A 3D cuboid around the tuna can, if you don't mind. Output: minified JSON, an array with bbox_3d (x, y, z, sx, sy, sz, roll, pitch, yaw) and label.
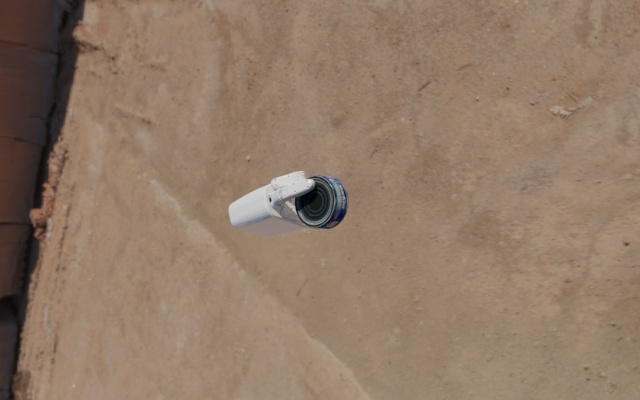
[{"bbox_3d":[0.000,0.002,0.758,0.086,0.086,0.034,0,-3,39],"label":"tuna can"}]
